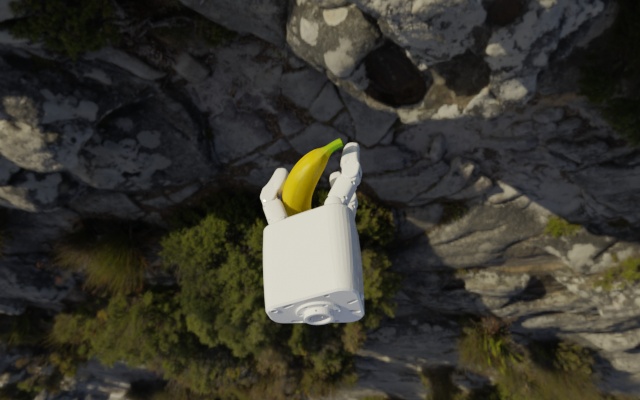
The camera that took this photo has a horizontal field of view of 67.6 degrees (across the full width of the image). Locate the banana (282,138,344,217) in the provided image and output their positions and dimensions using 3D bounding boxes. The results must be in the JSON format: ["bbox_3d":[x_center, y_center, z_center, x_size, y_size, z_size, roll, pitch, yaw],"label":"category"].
[{"bbox_3d":[-0.017,0.001,0.628,0.069,0.037,0.198,-4,-38,-15],"label":"banana"}]
